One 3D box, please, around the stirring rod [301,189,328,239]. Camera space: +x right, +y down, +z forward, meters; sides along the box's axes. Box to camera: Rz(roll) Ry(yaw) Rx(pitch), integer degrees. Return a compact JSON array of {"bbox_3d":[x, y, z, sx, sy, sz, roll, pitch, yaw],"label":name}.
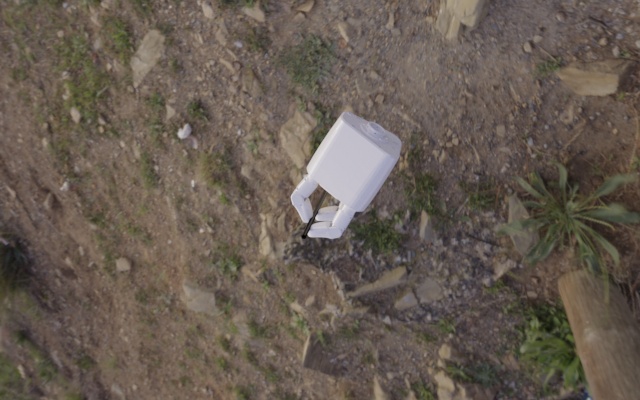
[{"bbox_3d":[0.000,0.003,0.846,0.011,0.011,0.239,0,27,14],"label":"stirring rod"}]
